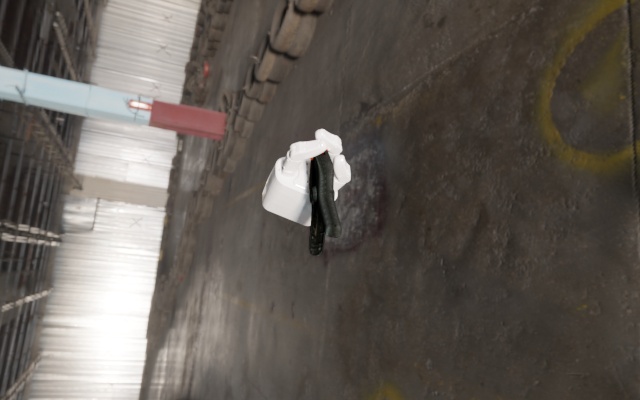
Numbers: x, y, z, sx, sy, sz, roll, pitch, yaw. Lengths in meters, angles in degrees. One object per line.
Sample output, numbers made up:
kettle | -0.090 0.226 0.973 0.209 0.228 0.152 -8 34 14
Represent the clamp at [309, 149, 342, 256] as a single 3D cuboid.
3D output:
clamp | 0.000 0.002 0.757 0.039 0.171 0.120 8 -31 -19
